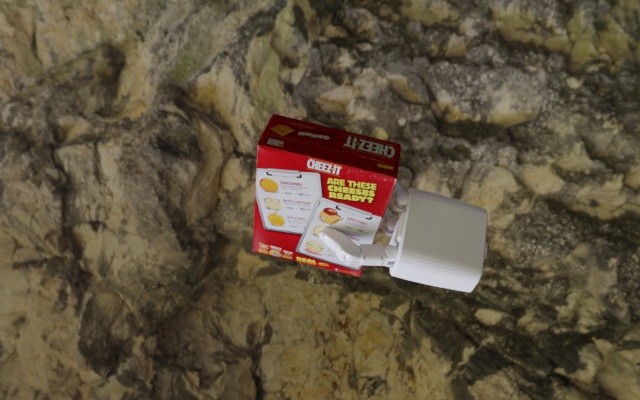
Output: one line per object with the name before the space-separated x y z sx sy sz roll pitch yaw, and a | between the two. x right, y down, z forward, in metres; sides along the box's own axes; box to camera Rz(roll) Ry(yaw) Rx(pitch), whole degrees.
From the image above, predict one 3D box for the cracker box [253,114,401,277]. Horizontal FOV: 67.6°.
cracker box | 0.000 0.002 0.632 0.164 0.072 0.214 13 -41 2
